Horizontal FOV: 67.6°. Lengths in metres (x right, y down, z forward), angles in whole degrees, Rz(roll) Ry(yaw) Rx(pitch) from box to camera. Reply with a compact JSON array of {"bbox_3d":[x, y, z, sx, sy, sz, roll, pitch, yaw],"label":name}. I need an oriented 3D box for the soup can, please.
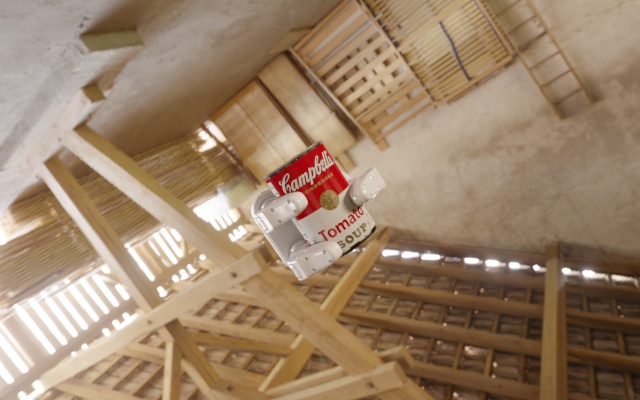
[{"bbox_3d":[0.000,0.002,0.465,0.068,0.102,0.068,-33,6,4],"label":"soup can"}]
